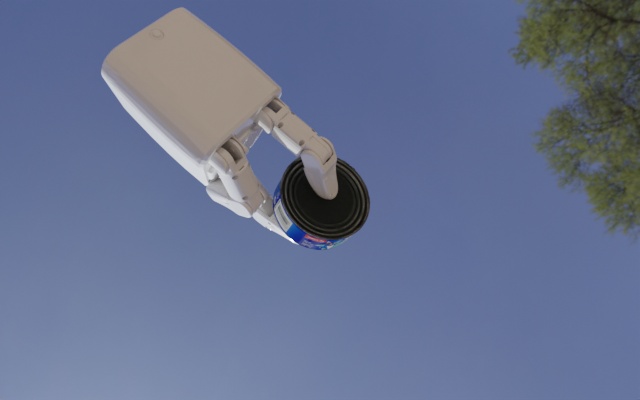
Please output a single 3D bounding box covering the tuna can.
[{"bbox_3d":[0.000,0.002,0.441,0.086,0.086,0.034,0,-24,-22],"label":"tuna can"}]
